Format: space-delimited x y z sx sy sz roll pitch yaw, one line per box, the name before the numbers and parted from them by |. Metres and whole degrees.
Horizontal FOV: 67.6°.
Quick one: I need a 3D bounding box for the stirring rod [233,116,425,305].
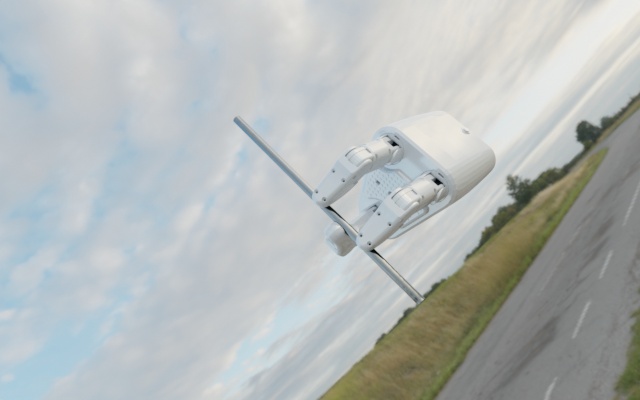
stirring rod | 0.000 0.001 0.422 0.239 0.011 0.011 45 18 19
